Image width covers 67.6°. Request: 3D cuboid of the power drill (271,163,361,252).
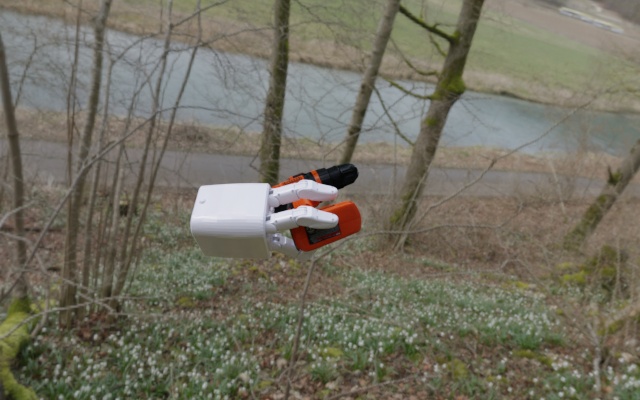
[{"bbox_3d":[0.000,0.003,0.780,0.184,0.057,0.187,-22,25,-8],"label":"power drill"}]
